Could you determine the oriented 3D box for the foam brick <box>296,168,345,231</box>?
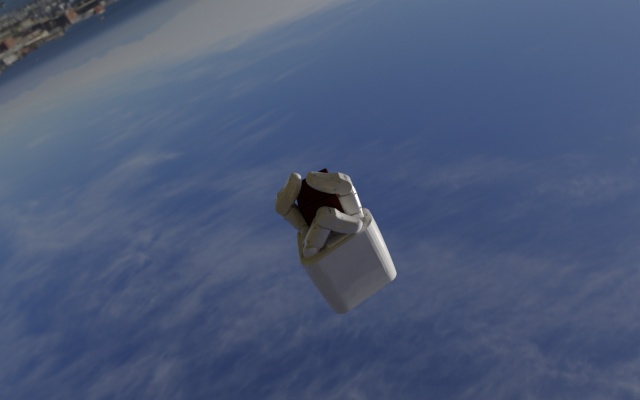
[{"bbox_3d":[0.000,0.002,0.656,0.053,0.051,0.078,-26,29,7],"label":"foam brick"}]
